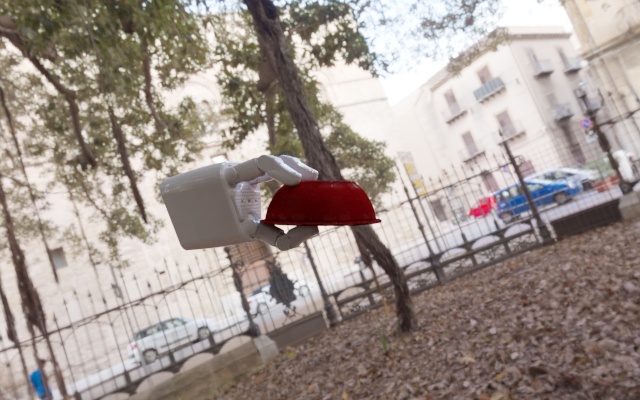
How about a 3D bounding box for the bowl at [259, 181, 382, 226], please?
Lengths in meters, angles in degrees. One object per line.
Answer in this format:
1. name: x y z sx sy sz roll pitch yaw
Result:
1. bowl: 0.001 0.002 0.632 0.162 0.055 0.162 0 1 0
